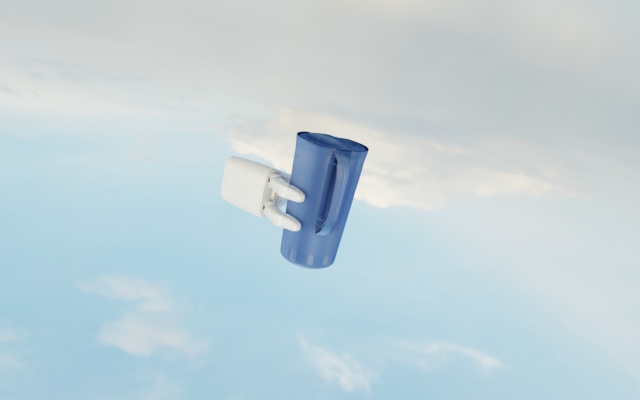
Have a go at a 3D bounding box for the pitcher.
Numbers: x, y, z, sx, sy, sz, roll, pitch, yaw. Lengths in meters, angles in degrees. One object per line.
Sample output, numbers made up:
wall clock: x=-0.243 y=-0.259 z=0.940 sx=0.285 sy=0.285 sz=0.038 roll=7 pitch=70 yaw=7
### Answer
pitcher: x=0.000 y=0.003 z=0.879 sx=0.145 sy=0.243 sz=0.149 roll=21 pitch=19 yaw=27
